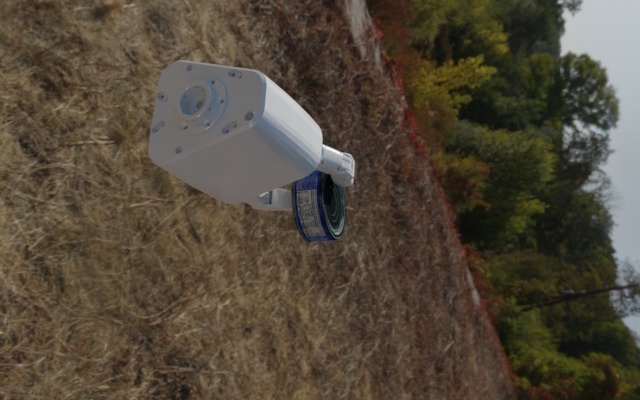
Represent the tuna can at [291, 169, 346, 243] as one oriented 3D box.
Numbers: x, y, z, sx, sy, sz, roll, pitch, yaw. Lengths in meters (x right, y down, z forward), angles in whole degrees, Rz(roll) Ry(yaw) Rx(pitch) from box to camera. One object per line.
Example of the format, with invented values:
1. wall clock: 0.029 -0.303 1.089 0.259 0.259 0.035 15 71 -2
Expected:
1. tuna can: 0.001 0.002 0.517 0.034 0.086 0.086 -6 -2 18
